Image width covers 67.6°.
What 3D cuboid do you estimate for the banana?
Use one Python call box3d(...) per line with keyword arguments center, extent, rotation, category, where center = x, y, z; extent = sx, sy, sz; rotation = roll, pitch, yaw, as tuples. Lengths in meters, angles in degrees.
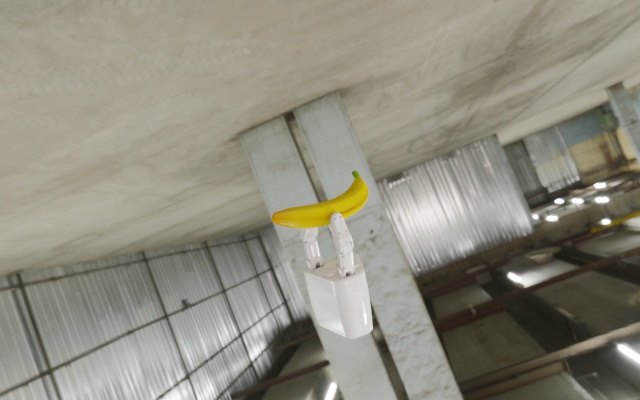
box3d(center=(0.016, 0.008, 0.759), extent=(0.069, 0.037, 0.197), rotation=(27, 39, 37), category="banana")
